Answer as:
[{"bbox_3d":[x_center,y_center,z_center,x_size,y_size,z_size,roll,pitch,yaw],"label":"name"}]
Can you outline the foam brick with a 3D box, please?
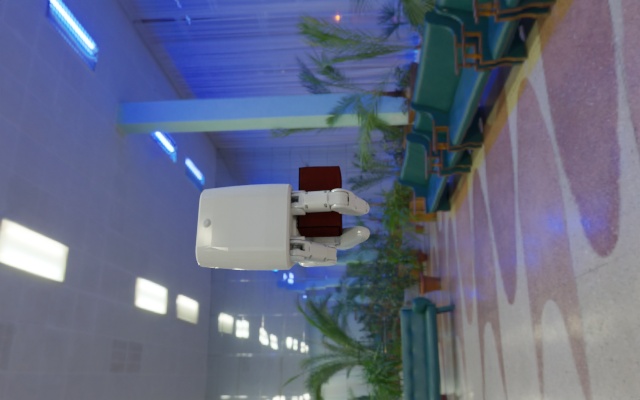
[{"bbox_3d":[0.000,0.002,0.584,0.051,0.078,0.053,-1,-17,5],"label":"foam brick"}]
